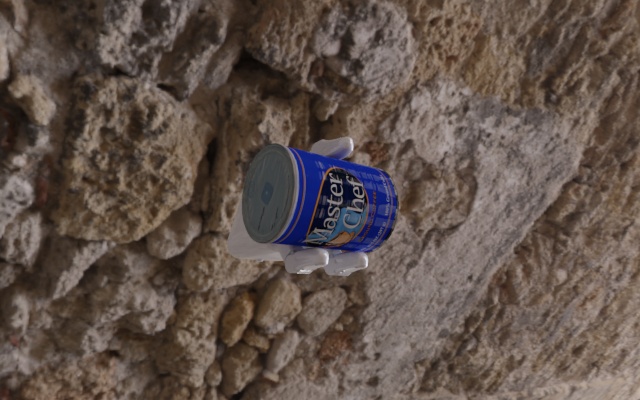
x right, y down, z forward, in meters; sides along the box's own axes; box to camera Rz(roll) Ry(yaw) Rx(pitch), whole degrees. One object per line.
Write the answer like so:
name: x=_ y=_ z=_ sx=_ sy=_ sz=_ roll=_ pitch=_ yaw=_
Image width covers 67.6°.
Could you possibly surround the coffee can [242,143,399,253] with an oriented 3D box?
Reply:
coffee can: x=0.000 y=0.002 z=0.522 sx=0.140 sy=0.103 sz=0.103 roll=10 pitch=-6 yaw=-36
